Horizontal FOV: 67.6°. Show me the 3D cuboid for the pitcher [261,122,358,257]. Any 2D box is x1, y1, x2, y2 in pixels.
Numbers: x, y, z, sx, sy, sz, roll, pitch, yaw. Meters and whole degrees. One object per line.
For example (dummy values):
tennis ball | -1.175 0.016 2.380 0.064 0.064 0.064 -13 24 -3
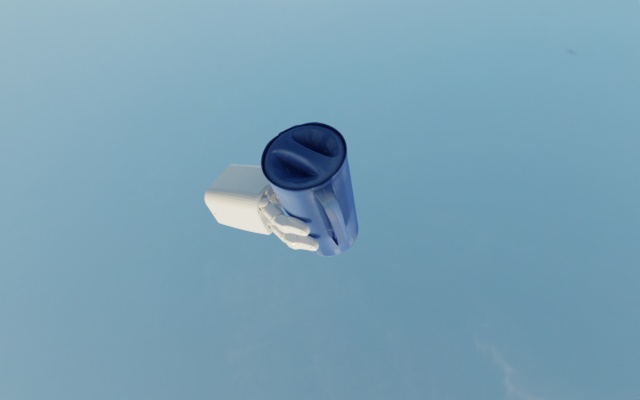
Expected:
pitcher | 0.000 0.003 0.802 0.145 0.149 0.243 10 -31 20
